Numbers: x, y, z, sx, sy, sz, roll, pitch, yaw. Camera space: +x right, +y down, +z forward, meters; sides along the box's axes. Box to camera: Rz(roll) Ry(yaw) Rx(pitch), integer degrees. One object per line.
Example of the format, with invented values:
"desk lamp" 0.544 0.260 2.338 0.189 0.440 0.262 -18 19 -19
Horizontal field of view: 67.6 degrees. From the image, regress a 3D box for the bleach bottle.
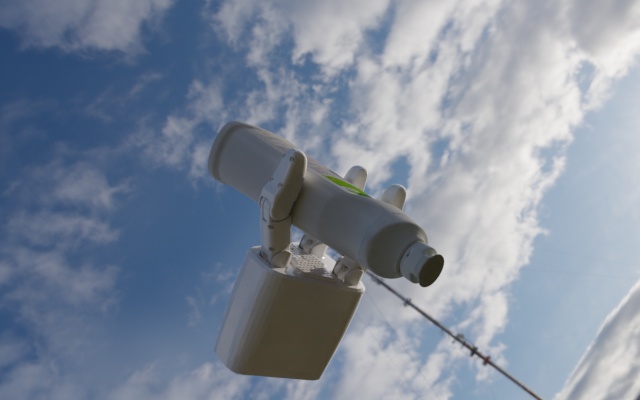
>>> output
"bleach bottle" 0.000 0.001 0.432 0.102 0.068 0.250 13 14 -45
